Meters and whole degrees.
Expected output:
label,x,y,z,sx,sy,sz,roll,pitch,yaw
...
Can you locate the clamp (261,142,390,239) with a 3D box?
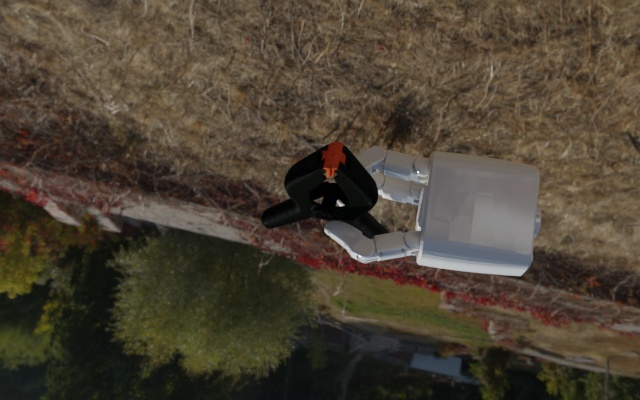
label,x,y,z,sx,sy,sz,roll,pitch,yaw
clamp,0.000,0.002,0.509,0.164,0.036,0.210,8,-24,10
